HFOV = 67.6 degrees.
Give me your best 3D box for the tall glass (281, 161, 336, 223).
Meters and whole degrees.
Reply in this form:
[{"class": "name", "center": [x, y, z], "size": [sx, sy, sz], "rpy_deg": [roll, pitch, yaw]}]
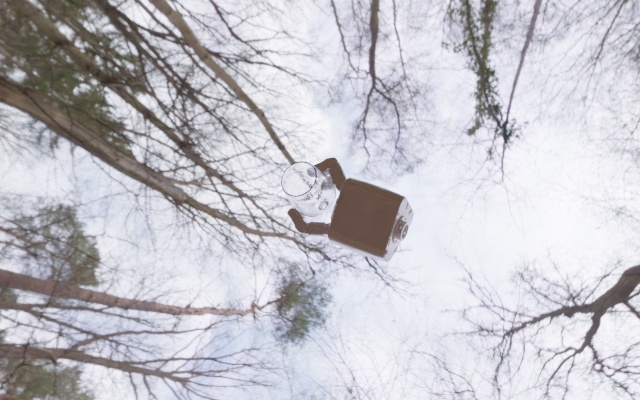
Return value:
[{"class": "tall glass", "center": [0.000, 0.003, 0.838], "size": [0.079, 0.079, 0.201], "rpy_deg": [0, -22, 23]}]
